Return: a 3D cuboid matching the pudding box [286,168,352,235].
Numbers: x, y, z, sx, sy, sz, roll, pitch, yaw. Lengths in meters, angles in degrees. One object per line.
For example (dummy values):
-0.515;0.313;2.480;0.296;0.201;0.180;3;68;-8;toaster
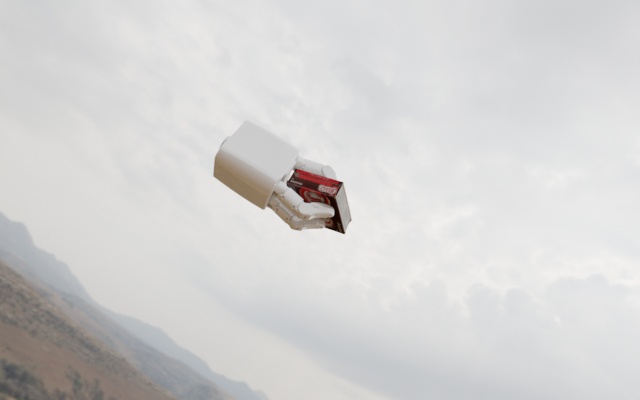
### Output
0.000;0.002;0.795;0.090;0.039;0.114;18;-27;24;pudding box
